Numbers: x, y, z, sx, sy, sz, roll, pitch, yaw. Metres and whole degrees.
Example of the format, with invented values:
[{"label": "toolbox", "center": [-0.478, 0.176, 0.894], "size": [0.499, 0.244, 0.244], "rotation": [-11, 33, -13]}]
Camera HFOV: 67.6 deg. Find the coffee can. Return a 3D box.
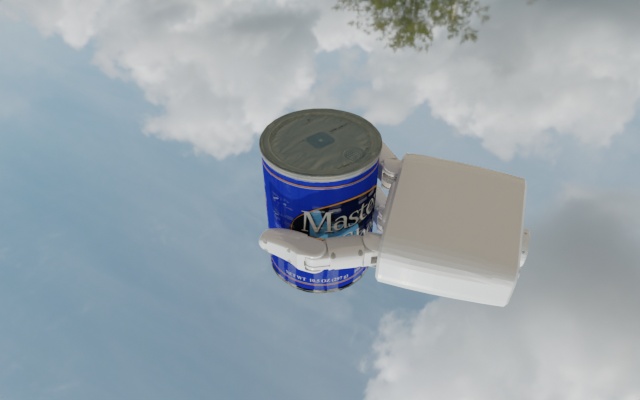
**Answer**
[{"label": "coffee can", "center": [0.000, 0.001, 0.442], "size": [0.103, 0.140, 0.102], "rotation": [0, 41, 0]}]
